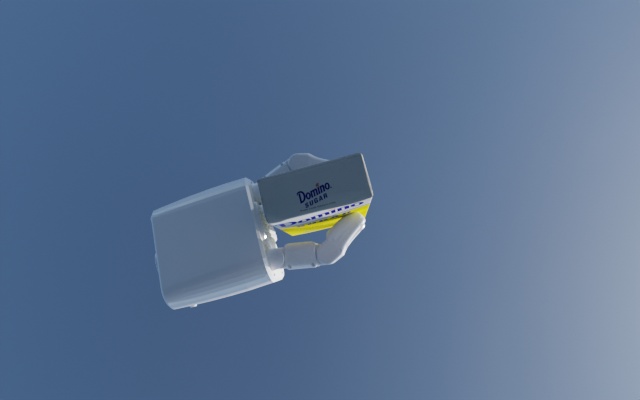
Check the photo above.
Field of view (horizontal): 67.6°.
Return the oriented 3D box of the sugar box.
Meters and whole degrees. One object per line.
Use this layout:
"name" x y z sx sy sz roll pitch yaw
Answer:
"sugar box" 0.000 0.002 0.477 0.093 0.048 0.176 -15 -6 2
